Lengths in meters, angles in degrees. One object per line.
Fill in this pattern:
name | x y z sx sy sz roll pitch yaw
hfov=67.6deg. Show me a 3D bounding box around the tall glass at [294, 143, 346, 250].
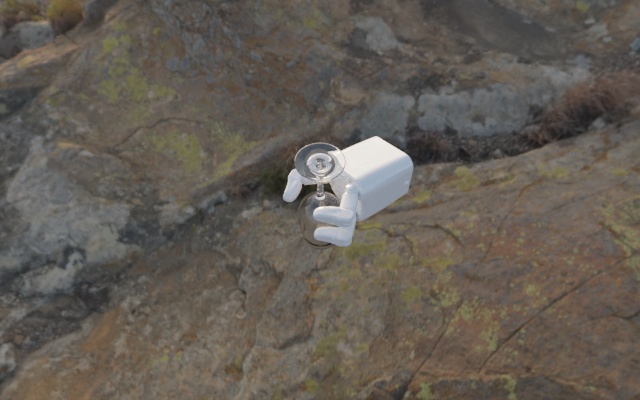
tall glass | 0.000 0.002 0.769 0.079 0.079 0.201 0 -37 0
